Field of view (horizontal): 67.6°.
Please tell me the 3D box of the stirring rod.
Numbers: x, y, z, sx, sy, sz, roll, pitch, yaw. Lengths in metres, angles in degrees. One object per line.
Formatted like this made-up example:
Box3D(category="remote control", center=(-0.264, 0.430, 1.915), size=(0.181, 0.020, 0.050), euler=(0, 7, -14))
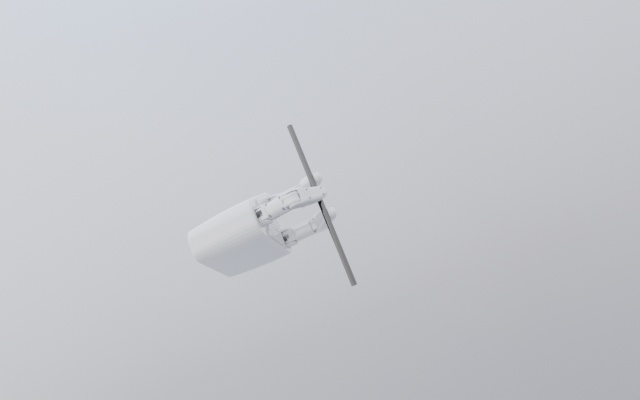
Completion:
Box3D(category="stirring rod", center=(0.000, 0.002, 0.649), size=(0.011, 0.239, 0.011), euler=(-21, -14, -5))
